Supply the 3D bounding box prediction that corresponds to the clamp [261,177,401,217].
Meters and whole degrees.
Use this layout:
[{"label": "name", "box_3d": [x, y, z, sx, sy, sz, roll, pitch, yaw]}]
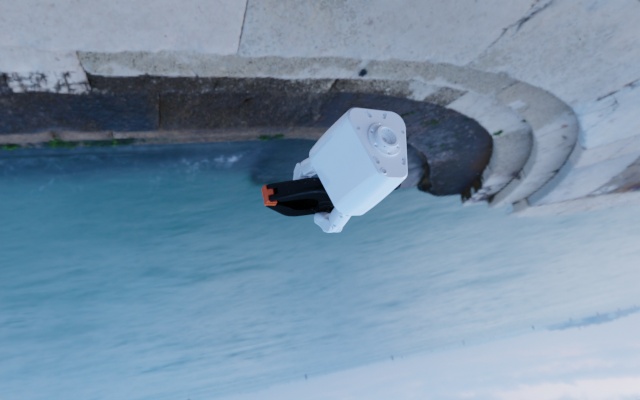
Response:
[{"label": "clamp", "box_3d": [0.000, 0.003, 0.745, 0.210, 0.036, 0.165, 0, -27, -30]}]
